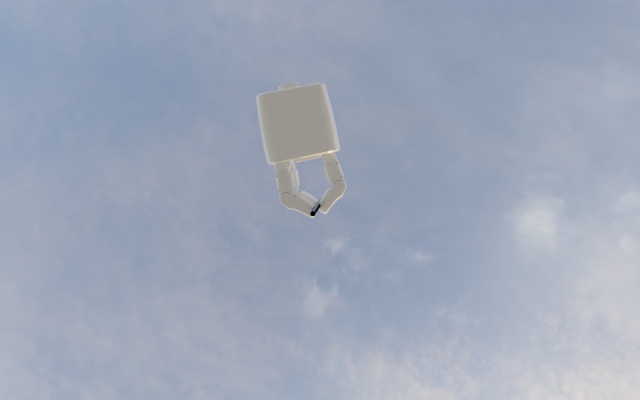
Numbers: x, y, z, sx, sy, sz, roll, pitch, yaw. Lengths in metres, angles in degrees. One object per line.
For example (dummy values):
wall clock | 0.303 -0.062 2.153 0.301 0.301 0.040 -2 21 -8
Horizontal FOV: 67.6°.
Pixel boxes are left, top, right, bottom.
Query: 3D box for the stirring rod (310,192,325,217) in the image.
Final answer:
stirring rod | 0.000 0.003 0.789 0.011 0.011 0.239 0 8 5
